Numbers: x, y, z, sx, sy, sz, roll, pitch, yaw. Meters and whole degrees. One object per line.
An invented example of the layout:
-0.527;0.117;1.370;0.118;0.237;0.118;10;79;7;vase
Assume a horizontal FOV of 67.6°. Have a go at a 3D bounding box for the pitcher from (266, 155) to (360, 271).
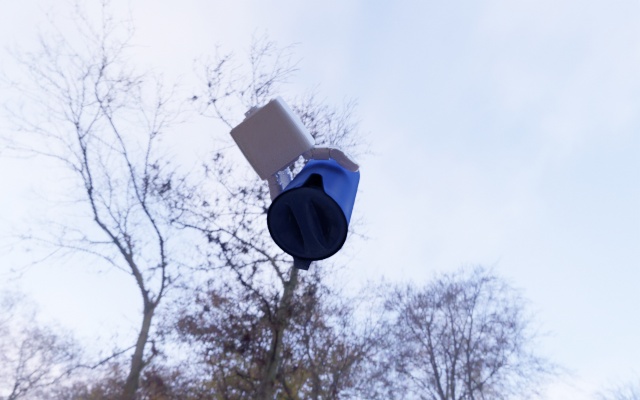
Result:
0.000;0.003;0.859;0.149;0.145;0.242;-32;13;24;pitcher
